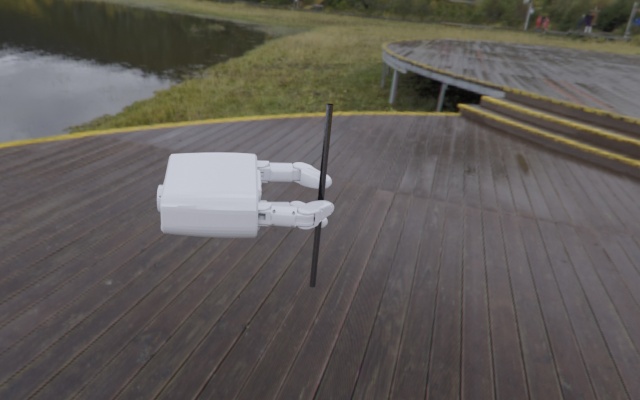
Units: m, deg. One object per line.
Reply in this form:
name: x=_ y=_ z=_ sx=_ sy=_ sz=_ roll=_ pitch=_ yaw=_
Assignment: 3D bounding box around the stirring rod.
stirring rod: x=0.000 y=0.002 z=0.587 sx=0.011 sy=0.240 sz=0.011 roll=5 pitch=22 yaw=-2
